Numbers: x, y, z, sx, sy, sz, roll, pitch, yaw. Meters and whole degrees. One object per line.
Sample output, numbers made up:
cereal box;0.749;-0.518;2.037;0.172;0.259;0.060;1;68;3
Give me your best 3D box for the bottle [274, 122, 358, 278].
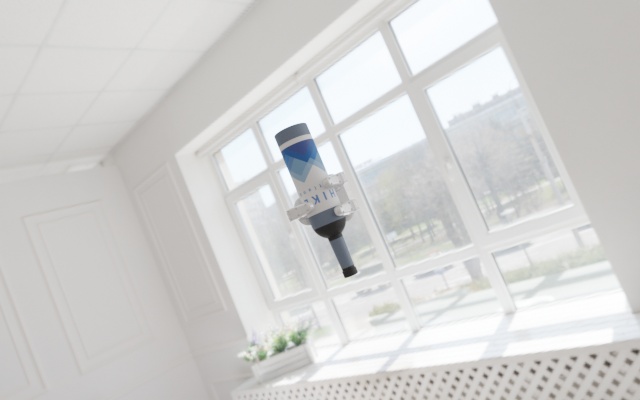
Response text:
bottle;0.000;0.003;0.889;0.069;0.295;0.069;-23;-4;-2
